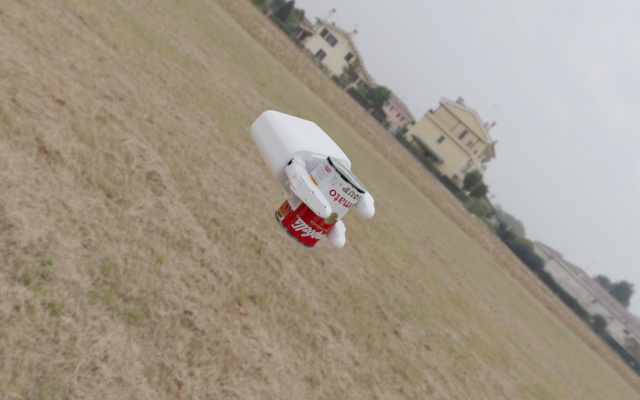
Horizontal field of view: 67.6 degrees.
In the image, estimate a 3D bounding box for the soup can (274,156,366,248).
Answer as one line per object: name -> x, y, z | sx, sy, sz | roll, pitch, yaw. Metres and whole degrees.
soup can -> 0.000, 0.002, 0.608 | 0.068, 0.102, 0.068 | 41, 13, -12
